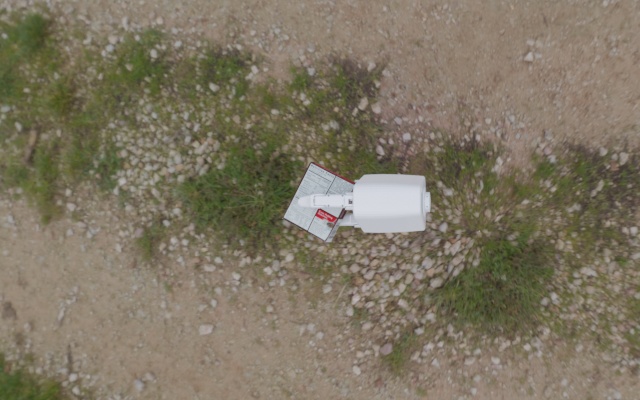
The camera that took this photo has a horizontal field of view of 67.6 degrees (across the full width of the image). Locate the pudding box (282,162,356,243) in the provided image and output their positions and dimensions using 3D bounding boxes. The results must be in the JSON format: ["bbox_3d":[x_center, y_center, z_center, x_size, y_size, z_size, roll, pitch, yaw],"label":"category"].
[{"bbox_3d":[0.000,0.003,0.813,0.090,0.113,0.039,29,4,14],"label":"pudding box"}]
